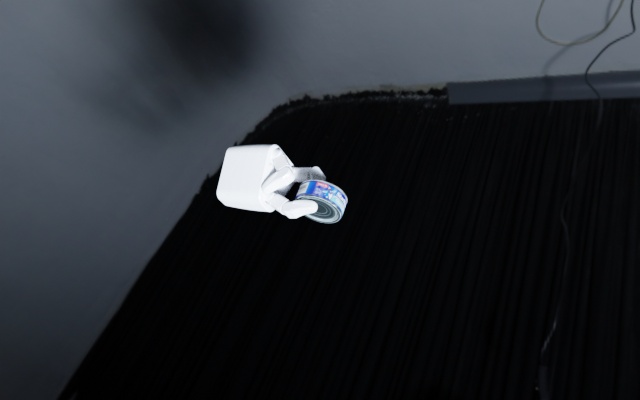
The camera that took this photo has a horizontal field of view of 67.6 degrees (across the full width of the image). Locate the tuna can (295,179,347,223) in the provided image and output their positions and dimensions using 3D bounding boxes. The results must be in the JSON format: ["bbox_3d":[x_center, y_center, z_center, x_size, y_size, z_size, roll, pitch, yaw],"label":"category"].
[{"bbox_3d":[0.000,0.003,0.811,0.086,0.033,0.086,15,-29,9],"label":"tuna can"}]
